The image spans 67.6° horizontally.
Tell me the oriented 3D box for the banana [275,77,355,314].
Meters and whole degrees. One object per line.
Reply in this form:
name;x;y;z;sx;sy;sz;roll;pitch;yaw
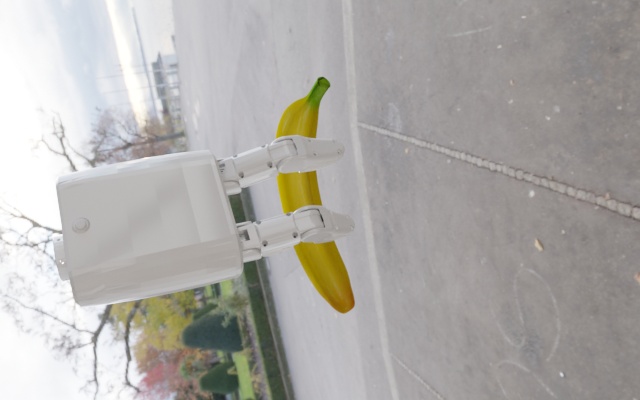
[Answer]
banana;-0.010;-0.001;0.417;0.037;0.198;0.069;-9;2;-30
